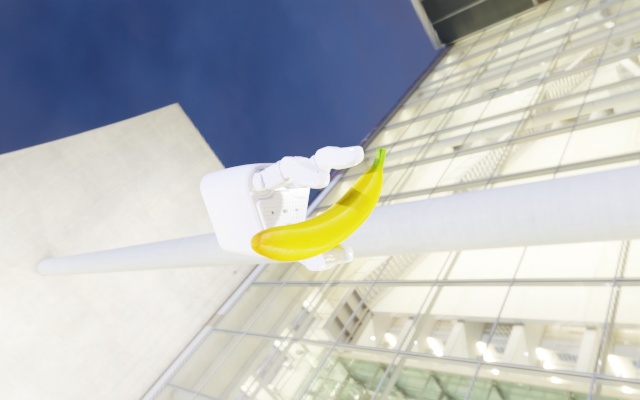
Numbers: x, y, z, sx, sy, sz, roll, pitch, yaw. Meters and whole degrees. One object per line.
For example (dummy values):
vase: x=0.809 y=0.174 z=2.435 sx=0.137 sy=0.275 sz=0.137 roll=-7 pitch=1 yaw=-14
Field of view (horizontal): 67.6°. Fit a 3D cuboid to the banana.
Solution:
banana: x=0.008 y=0.016 z=0.487 sx=0.037 sy=0.070 sz=0.197 roll=6 pitch=33 yaw=43
